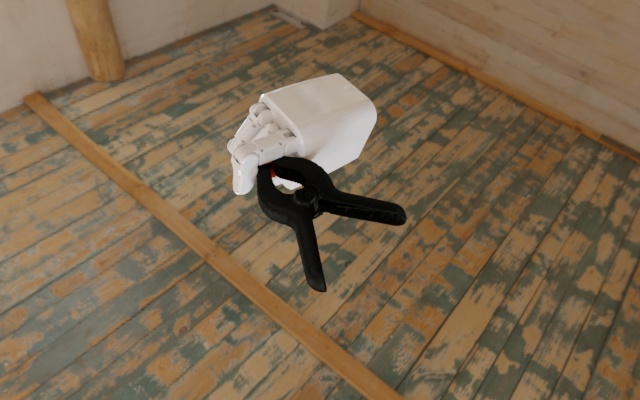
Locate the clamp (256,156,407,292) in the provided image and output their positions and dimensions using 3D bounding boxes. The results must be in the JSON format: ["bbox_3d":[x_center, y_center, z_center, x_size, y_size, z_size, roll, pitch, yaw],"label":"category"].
[{"bbox_3d":[0.000,0.002,0.490,0.120,0.171,0.039,-27,-32,-21],"label":"clamp"}]
